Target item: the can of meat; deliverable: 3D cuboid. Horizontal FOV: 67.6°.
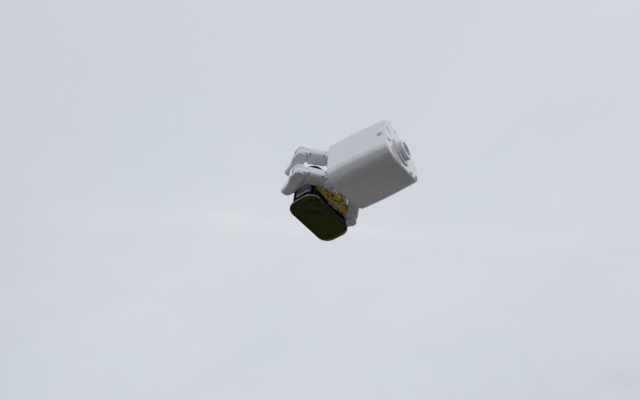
[{"bbox_3d":[0.000,0.002,0.787,0.057,0.083,0.102,-29,-57,27],"label":"can of meat"}]
